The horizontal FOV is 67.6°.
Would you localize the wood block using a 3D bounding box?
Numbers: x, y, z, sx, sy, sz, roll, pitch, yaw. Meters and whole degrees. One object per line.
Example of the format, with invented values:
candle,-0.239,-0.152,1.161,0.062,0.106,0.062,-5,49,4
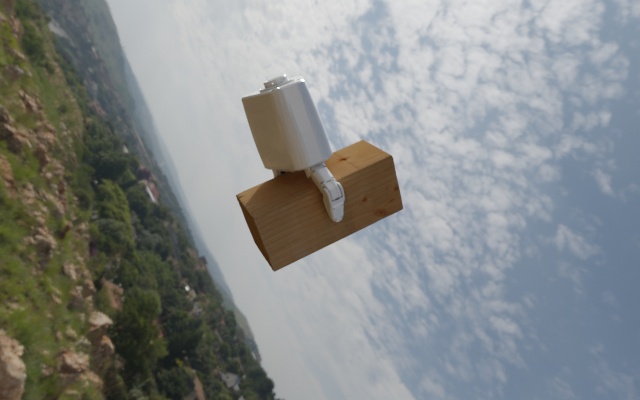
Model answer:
wood block,0.000,0.002,0.673,0.206,0.090,0.090,-25,30,-14
